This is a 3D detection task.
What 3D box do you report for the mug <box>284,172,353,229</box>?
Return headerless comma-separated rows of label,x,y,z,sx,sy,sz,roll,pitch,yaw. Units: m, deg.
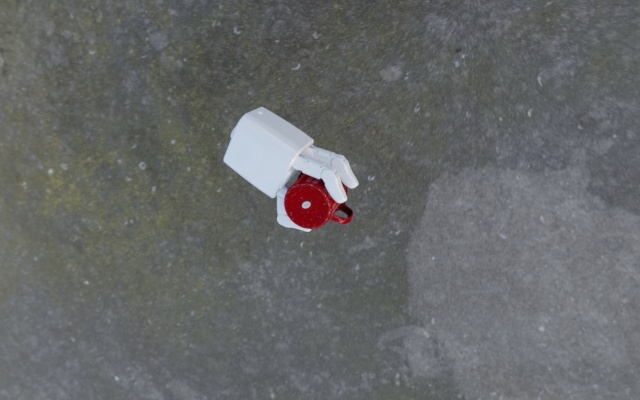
mug,0.001,0.003,0.783,0.117,0.093,0.081,34,28,3
